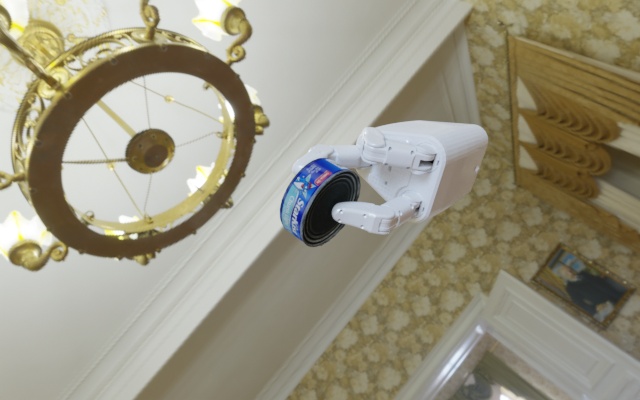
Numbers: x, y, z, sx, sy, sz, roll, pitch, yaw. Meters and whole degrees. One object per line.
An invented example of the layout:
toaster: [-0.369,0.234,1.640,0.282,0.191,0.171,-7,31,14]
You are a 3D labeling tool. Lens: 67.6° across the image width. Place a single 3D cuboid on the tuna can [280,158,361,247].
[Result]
tuna can: [0.000,0.001,0.475,0.033,0.086,0.086,33,18,29]
